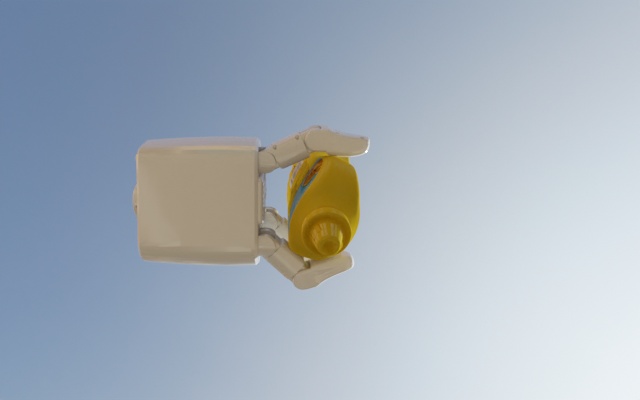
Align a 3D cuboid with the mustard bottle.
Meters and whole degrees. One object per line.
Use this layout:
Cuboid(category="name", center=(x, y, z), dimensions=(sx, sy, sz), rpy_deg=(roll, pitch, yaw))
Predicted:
Cuboid(category="mustard bottle", center=(0.000, 0.001, 0.455), dimensions=(0.058, 0.096, 0.191), rpy_deg=(24, 17, -11))
